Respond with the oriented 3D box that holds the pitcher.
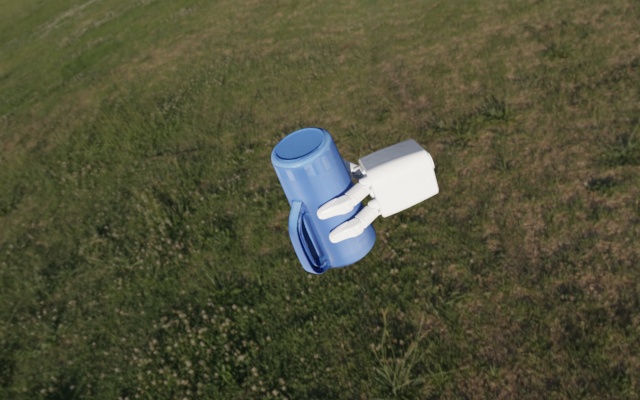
[{"bbox_3d":[0.000,0.003,0.847,0.145,0.243,0.149,-23,37,3],"label":"pitcher"}]
